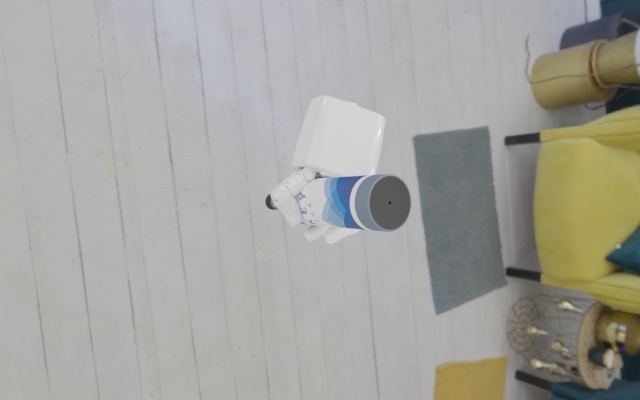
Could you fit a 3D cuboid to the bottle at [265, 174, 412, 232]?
[{"bbox_3d":[0.000,0.002,0.667,0.069,0.069,0.295,0,0,-33],"label":"bottle"}]
